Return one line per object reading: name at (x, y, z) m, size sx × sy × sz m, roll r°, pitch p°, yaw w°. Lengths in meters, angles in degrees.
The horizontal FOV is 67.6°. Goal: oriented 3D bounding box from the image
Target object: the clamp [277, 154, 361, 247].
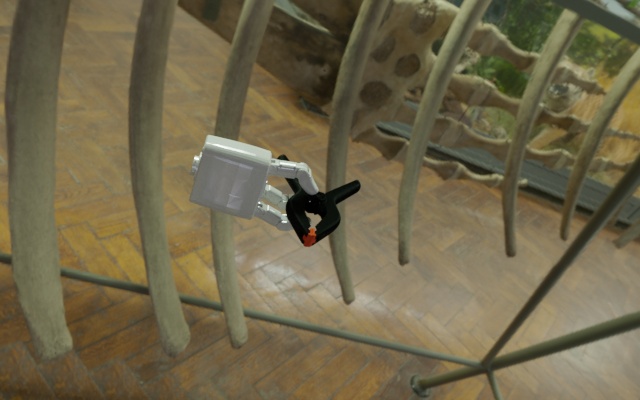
clamp at (0.000, 0.002, 0.824) m, size 0.164 × 0.036 × 0.209 m, roll 13°, pitch 37°, yaw -13°
